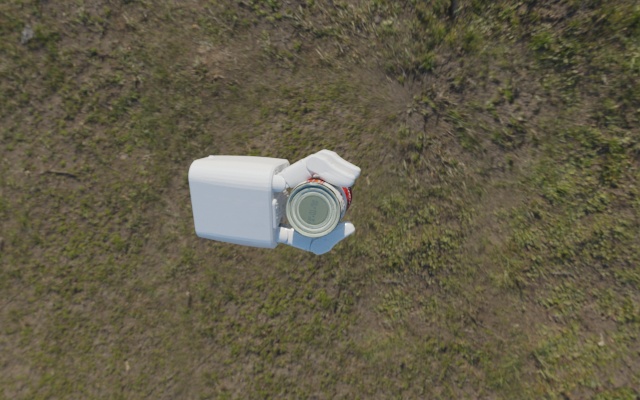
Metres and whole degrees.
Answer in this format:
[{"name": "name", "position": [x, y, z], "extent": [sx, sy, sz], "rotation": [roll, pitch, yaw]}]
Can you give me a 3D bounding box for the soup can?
[{"name": "soup can", "position": [0.001, 0.002, 0.595], "extent": [0.068, 0.068, 0.102], "rotation": [0, 11, 11]}]
